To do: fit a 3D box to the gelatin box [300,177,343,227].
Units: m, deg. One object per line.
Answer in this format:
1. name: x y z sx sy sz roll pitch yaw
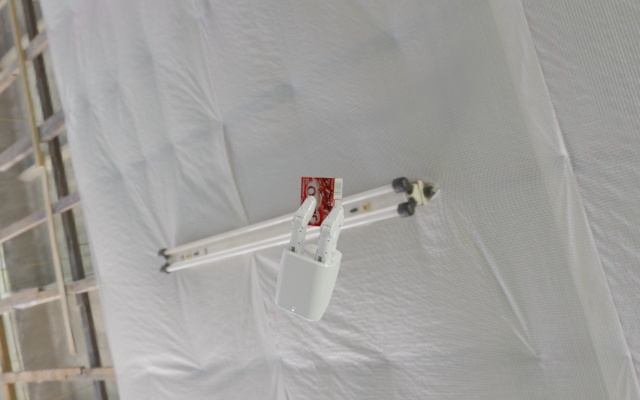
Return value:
1. gelatin box: 0.000 0.002 0.851 0.073 0.089 0.030 4 1 35
